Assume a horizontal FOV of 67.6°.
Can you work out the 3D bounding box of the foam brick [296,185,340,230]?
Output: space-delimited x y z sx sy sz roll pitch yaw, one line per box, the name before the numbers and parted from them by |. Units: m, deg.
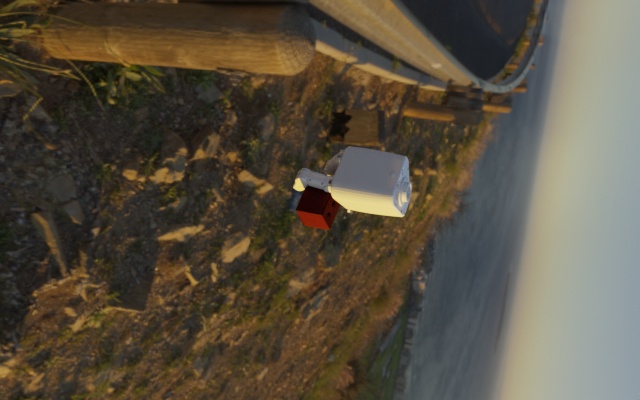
foam brick | 0.000 0.003 0.821 0.051 0.078 0.053 11 -27 23
